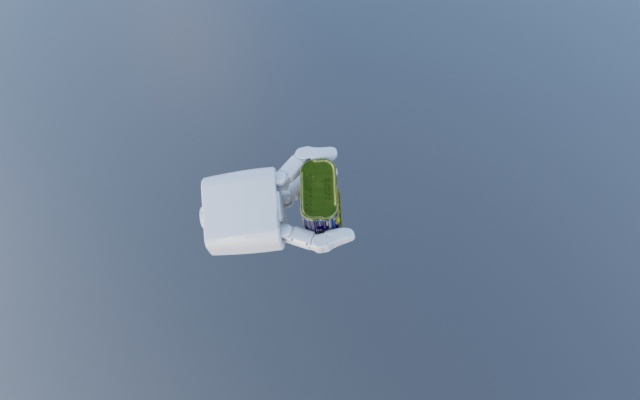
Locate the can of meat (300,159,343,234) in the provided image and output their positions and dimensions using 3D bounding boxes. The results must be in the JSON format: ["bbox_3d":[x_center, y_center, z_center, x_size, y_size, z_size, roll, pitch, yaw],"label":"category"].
[{"bbox_3d":[0.000,0.002,0.689,0.057,0.102,0.084,-4,-29,3],"label":"can of meat"}]
